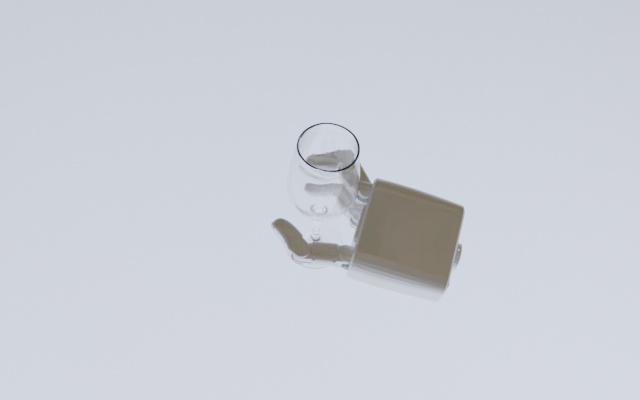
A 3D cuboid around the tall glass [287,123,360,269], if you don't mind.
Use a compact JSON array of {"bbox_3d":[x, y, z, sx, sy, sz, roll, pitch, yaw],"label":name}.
[{"bbox_3d":[0.000,0.002,0.543,0.079,0.079,0.201,0,-33,-5],"label":"tall glass"}]
